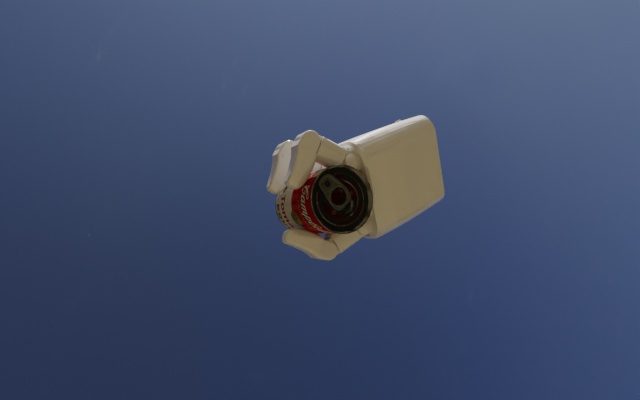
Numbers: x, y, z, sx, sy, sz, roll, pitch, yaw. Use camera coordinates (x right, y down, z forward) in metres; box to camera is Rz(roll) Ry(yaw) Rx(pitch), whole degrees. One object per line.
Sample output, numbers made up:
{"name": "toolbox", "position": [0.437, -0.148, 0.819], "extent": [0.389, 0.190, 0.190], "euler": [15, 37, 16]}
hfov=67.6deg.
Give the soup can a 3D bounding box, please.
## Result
{"name": "soup can", "position": [0.000, 0.002, 0.505], "extent": [0.068, 0.068, 0.102], "euler": [0, -4, -26]}
